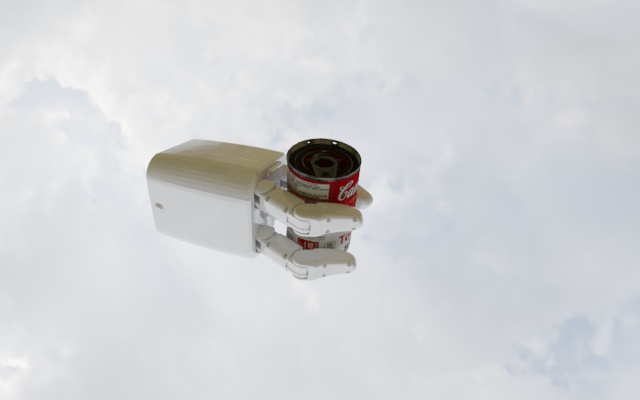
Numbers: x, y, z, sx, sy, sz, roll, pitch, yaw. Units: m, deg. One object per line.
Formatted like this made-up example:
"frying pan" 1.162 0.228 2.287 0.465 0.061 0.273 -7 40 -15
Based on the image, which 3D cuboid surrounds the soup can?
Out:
"soup can" 0.001 0.002 0.457 0.068 0.102 0.068 3 37 -2
